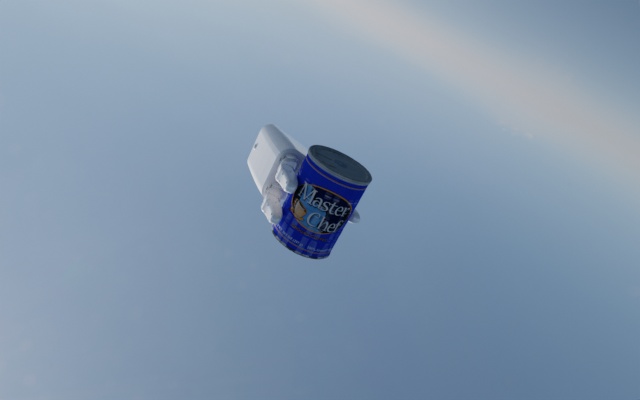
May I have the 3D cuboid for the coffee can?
[{"bbox_3d":[0.000,0.002,0.718,0.103,0.140,0.102,24,22,-10],"label":"coffee can"}]
